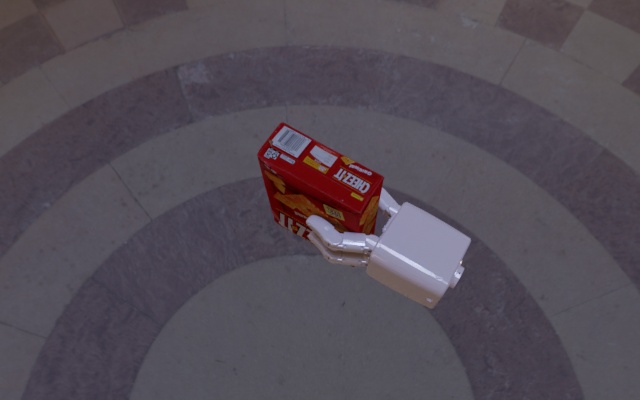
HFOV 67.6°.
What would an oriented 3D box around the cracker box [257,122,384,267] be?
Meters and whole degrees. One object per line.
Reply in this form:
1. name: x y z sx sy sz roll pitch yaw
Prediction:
1. cracker box: 0.000 0.002 0.708 0.164 0.072 0.214 30 -23 15
